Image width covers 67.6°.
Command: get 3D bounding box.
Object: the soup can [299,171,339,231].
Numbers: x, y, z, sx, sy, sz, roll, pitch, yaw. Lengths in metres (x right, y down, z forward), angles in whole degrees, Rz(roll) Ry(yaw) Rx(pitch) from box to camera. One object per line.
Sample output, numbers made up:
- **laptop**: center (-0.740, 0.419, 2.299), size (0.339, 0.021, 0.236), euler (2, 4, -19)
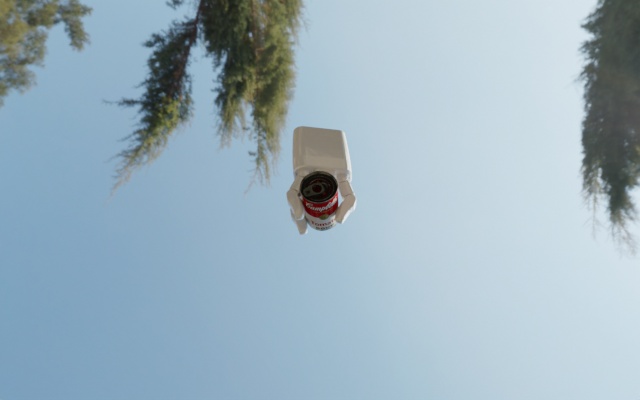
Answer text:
- **soup can**: center (0.000, 0.003, 0.876), size (0.068, 0.068, 0.102), euler (0, -33, 4)
